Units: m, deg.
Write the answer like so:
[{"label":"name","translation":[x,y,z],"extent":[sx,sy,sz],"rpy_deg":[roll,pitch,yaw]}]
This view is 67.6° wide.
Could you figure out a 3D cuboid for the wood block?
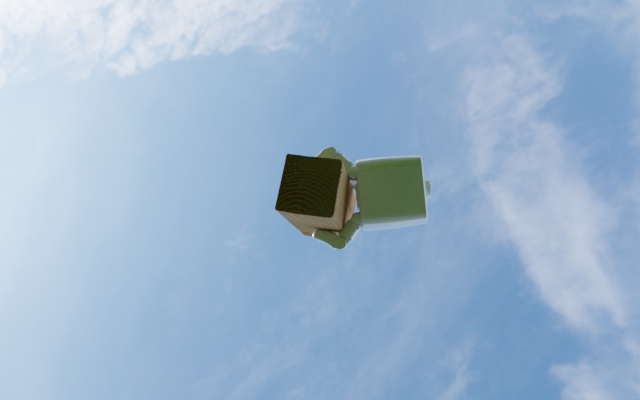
[{"label":"wood block","translation":[0.000,0.003,0.793],"extent":[0.090,0.090,0.206],"rpy_deg":[7,-13,12]}]
